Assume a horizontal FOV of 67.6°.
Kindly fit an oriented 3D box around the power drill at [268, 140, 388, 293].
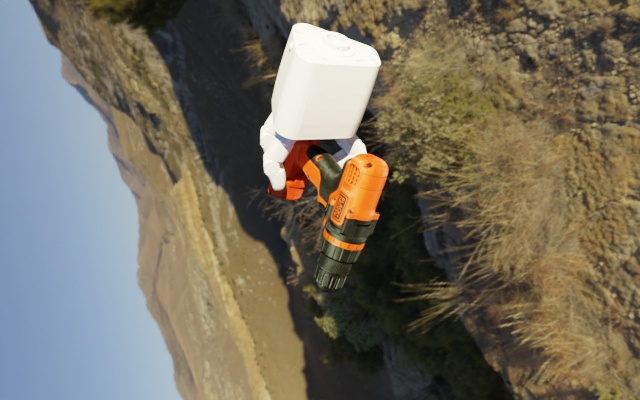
[{"bbox_3d":[0.000,0.002,0.631,0.057,0.184,0.187,4,24,-38],"label":"power drill"}]
